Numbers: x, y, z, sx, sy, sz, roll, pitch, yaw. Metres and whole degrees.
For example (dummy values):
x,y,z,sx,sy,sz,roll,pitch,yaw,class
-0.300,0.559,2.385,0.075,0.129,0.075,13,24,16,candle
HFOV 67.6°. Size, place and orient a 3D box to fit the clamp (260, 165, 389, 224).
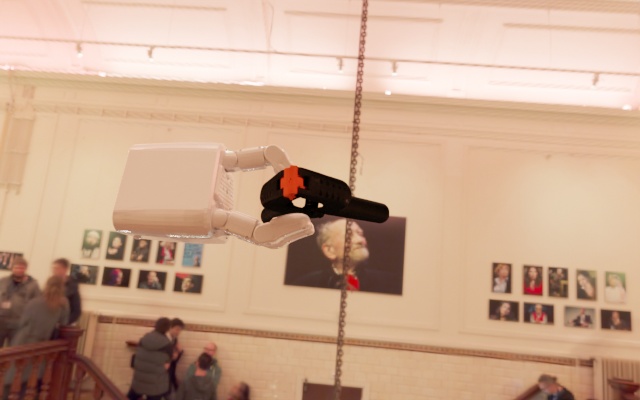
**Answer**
x,y,z,sx,sy,sz,roll,pitch,yaw,class
0.000,0.001,0.526,0.164,0.036,0.210,-2,-11,3,clamp
